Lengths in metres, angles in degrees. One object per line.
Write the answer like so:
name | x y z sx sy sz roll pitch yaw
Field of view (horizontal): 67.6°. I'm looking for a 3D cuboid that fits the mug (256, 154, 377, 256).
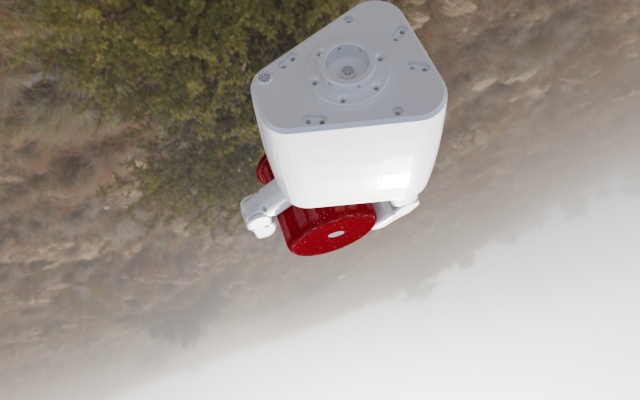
mug | 0.000 0.002 0.434 0.093 0.081 0.117 -20 -23 -2
